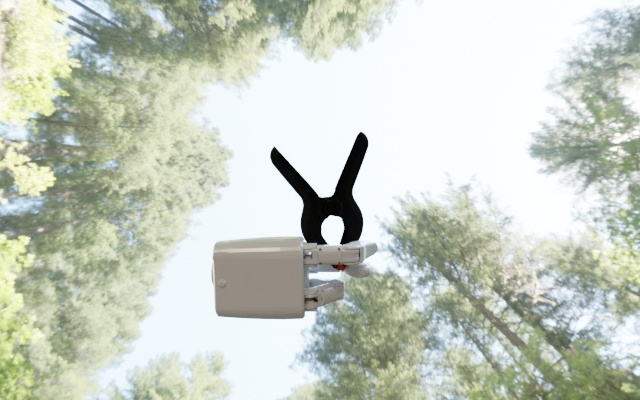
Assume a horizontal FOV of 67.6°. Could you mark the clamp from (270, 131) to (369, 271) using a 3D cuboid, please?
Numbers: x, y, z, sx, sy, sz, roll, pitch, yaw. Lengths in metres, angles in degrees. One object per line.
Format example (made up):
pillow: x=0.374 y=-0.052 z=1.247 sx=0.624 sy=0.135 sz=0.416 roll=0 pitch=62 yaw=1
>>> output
clamp: x=0.000 y=0.002 z=0.590 sx=0.120 sy=0.171 sz=0.039 roll=-1 pitch=7 yaw=0
